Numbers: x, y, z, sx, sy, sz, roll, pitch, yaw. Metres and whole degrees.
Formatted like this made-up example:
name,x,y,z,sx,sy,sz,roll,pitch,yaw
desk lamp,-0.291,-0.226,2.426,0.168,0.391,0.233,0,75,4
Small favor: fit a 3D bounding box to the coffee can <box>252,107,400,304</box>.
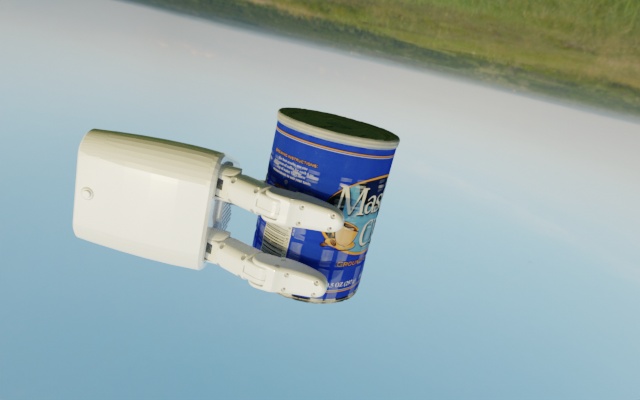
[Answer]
name,x,y,z,sx,sy,sz,roll,pitch,yaw
coffee can,0.000,0.001,0.412,0.103,0.140,0.102,12,17,-4
